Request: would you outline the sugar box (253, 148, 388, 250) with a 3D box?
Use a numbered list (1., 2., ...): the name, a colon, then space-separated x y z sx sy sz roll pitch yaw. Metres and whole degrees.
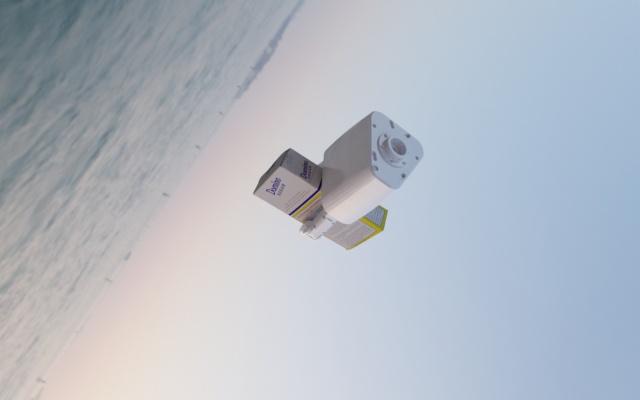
1. sugar box: 0.000 0.002 0.696 0.176 0.048 0.093 34 -39 -15
